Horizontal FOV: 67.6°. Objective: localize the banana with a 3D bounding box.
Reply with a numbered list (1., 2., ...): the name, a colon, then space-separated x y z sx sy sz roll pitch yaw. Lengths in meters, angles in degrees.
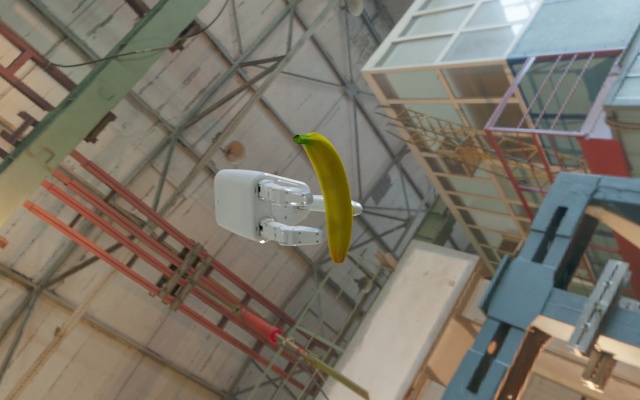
1. banana: 0.011 -0.011 0.623 0.037 0.198 0.069 10 40 42
